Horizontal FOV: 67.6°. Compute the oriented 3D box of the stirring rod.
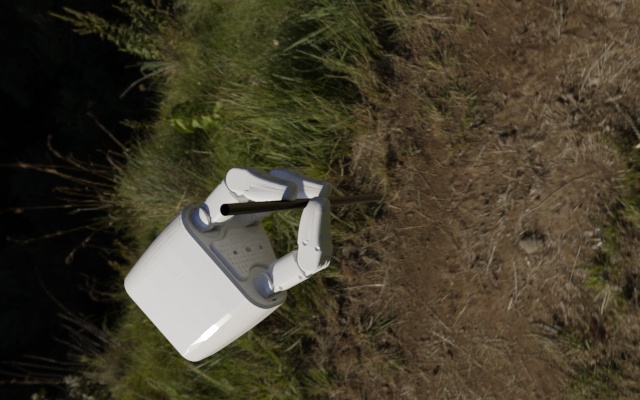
[{"bbox_3d":[0.000,0.001,0.402,0.011,0.011,0.239,0,2,30],"label":"stirring rod"}]
